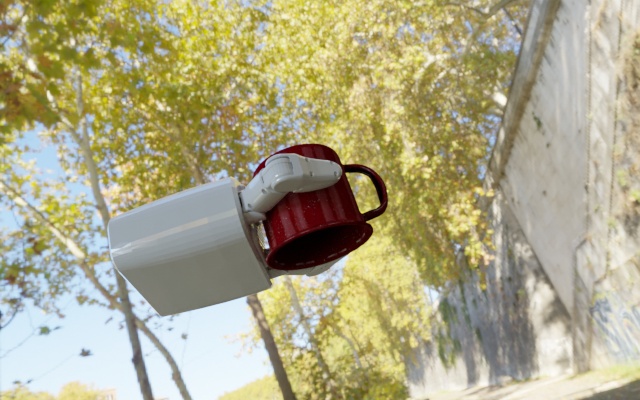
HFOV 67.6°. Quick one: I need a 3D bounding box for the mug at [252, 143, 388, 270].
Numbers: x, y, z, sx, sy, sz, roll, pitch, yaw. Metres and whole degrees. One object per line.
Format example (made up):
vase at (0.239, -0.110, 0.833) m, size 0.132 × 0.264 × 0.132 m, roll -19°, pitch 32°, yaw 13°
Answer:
mug at (0.001, 0.001, 0.414) m, size 0.117 × 0.081 × 0.093 m, roll -17°, pitch -24°, yaw -3°
